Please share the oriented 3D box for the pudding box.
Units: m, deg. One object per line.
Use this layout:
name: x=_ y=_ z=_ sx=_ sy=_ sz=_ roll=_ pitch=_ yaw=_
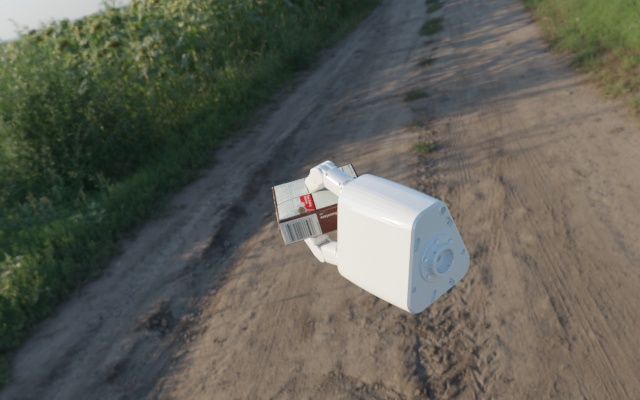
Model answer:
pudding box: x=0.000 y=0.002 z=0.591 sx=0.113 sy=0.039 sz=0.090 roll=-15 pitch=30 yaw=-2
